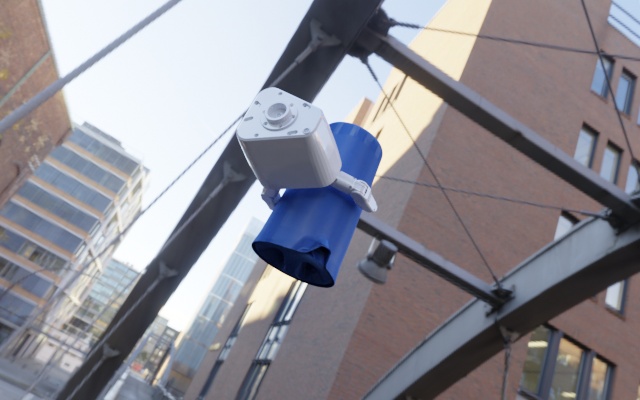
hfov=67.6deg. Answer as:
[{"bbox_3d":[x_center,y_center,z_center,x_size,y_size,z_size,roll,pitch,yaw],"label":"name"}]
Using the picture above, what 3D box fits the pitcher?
[{"bbox_3d":[0.000,0.002,0.743,0.149,0.242,0.145,15,-27,23],"label":"pitcher"}]
